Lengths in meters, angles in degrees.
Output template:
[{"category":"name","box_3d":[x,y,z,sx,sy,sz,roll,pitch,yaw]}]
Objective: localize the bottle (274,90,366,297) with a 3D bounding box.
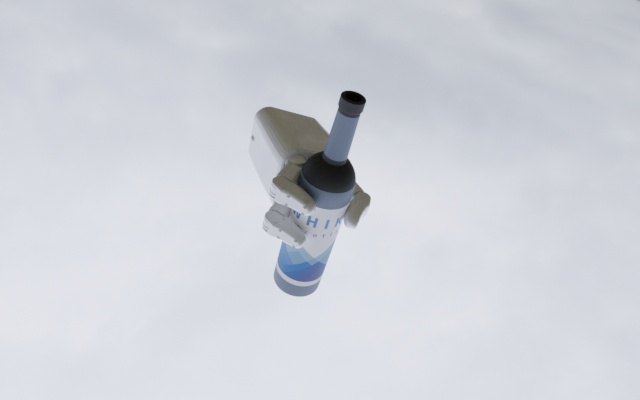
[{"category":"bottle","box_3d":[0.000,0.002,0.584,0.069,0.296,0.069,10,40,-9]}]
